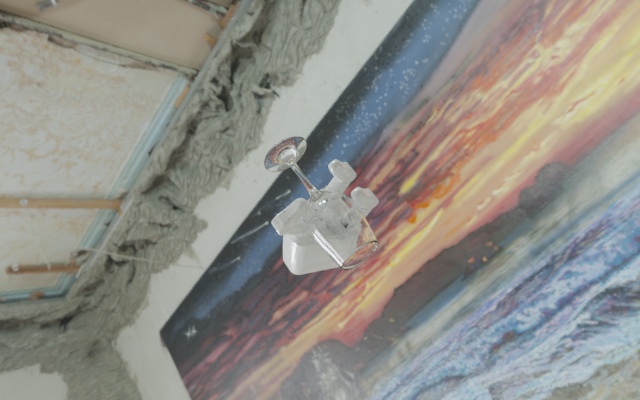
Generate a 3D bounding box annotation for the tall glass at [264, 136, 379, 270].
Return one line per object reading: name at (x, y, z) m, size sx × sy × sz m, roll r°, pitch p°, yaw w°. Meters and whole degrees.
tall glass at (0.000, 0.002, 0.681) m, size 0.079 × 0.201 × 0.079 m, roll -29°, pitch -26°, yaw -16°
